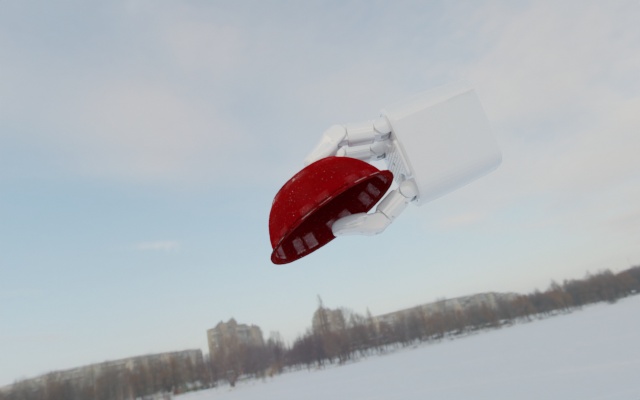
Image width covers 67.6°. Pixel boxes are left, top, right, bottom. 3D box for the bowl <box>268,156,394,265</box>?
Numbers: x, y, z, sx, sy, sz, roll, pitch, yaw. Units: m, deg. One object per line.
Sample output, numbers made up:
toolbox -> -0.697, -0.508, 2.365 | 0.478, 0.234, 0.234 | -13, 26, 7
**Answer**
bowl -> -0.001, 0.002, 0.522 | 0.162, 0.055, 0.162 | -34, -16, -11
